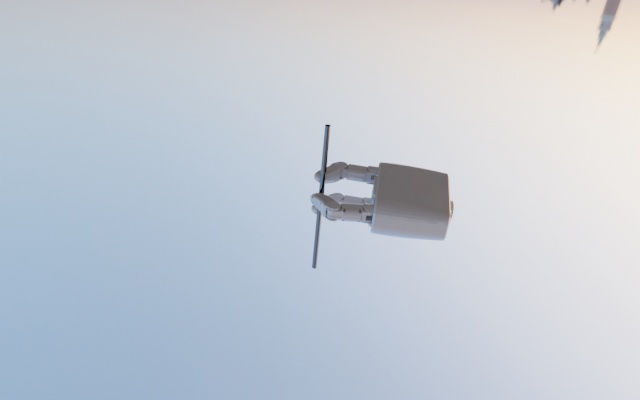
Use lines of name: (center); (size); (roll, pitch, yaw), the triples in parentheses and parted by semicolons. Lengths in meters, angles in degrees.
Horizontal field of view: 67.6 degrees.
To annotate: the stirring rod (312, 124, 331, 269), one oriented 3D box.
stirring rod: (0.000, 0.002, 0.710); (0.011, 0.240, 0.011); (4, 29, -2)
